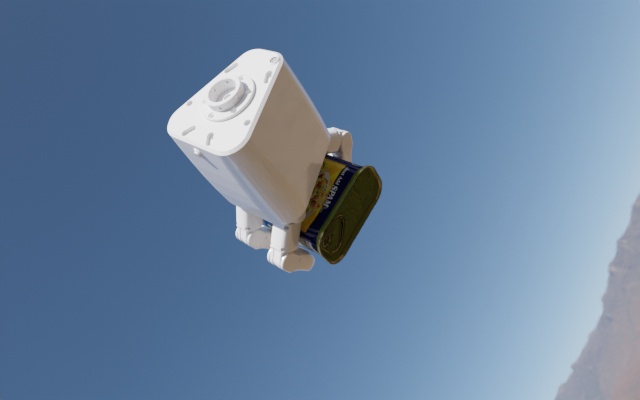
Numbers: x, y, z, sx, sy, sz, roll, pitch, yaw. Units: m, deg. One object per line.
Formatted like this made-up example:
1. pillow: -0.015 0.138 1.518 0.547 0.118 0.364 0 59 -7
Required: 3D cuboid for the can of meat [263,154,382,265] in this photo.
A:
1. can of meat: 0.000 0.001 0.491 0.084 0.102 0.057 23 -15 34
